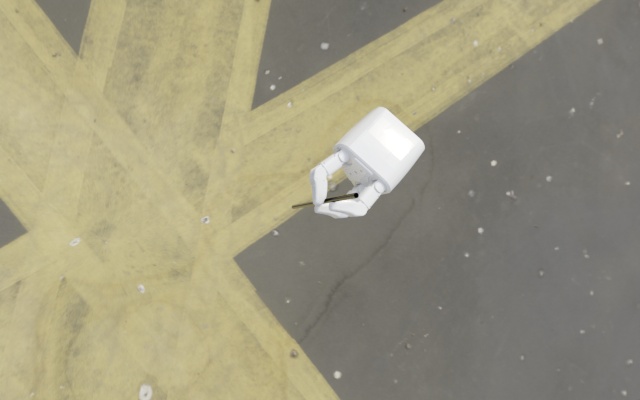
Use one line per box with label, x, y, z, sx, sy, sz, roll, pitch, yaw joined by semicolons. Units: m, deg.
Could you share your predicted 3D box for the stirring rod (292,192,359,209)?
stirring rod;0.000;0.002;0.763;0.011;0.011;0.239;0;-5;-24
